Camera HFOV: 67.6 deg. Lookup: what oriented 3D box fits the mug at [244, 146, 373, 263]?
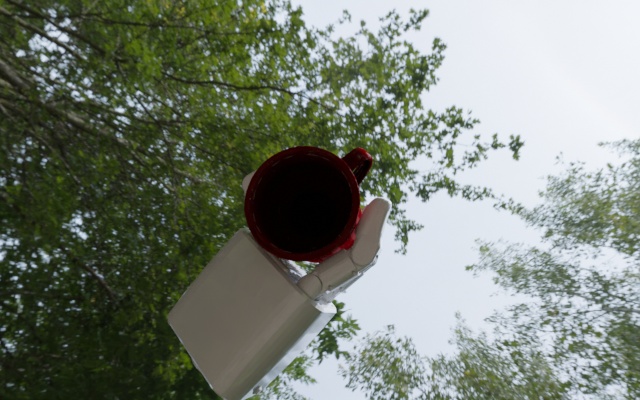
[{"bbox_3d":[0.001,0.000,0.412,0.093,0.117,0.081,42,-2,17],"label":"mug"}]
